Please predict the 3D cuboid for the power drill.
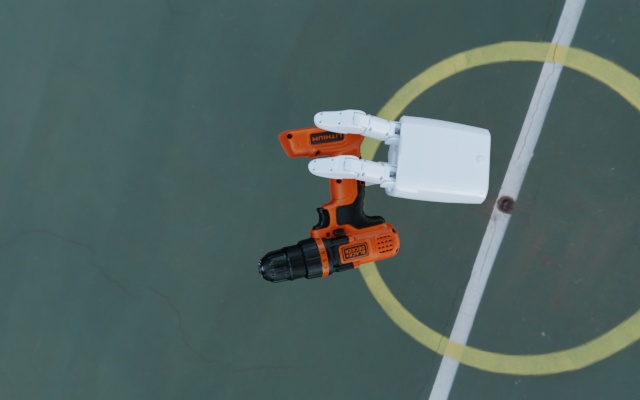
[{"bbox_3d":[0.000,0.001,0.602,0.184,0.187,0.057,-12,7,-15],"label":"power drill"}]
